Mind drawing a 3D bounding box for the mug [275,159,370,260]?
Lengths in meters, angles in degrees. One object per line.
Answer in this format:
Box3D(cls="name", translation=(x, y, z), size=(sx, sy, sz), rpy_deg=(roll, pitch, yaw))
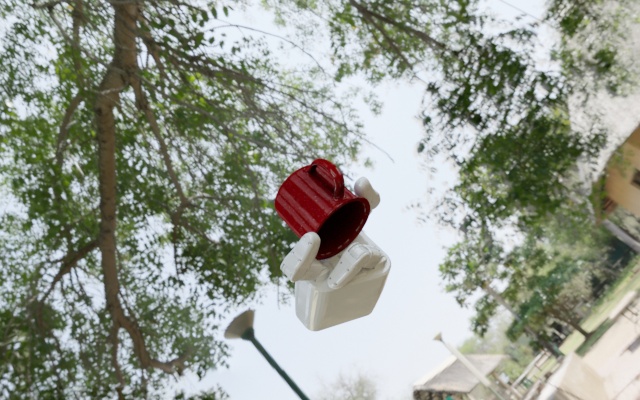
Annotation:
Box3D(cls="mug", translation=(0.000, 0.001, 0.565), size=(0.093, 0.117, 0.081), rpy_deg=(-26, 54, -30))
